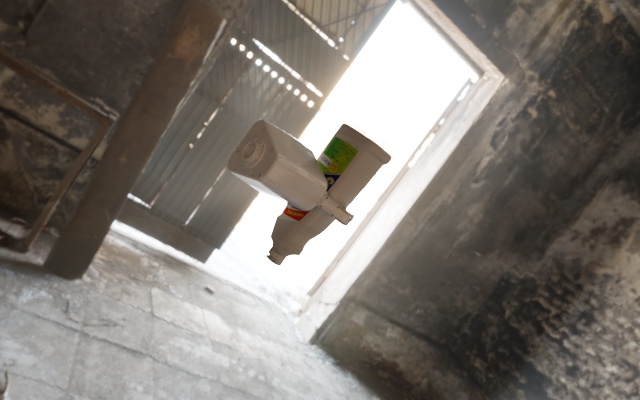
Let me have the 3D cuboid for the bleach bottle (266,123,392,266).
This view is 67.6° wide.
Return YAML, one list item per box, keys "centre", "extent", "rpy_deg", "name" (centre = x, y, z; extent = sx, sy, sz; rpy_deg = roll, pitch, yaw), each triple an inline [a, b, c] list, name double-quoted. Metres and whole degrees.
- centre: [0.000, 0.002, 0.767]
  extent: [0.068, 0.251, 0.102]
  rpy_deg: [31, 8, -43]
  name: "bleach bottle"
